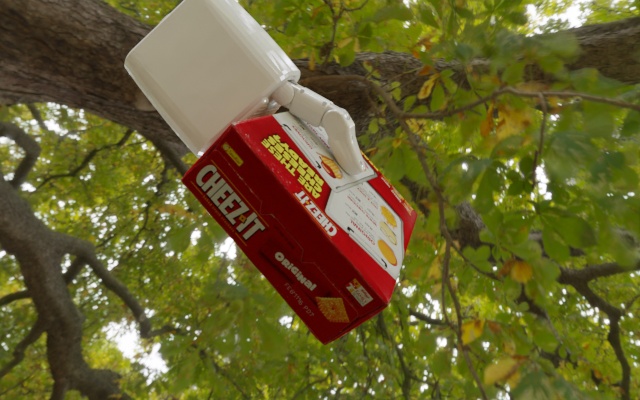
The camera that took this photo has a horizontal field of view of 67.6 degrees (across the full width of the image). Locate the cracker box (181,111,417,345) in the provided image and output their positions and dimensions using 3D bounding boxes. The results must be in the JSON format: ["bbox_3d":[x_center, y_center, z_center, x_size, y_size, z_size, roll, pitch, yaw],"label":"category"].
[{"bbox_3d":[0.000,0.001,0.428,0.072,0.164,0.213,-41,1,23],"label":"cracker box"}]
